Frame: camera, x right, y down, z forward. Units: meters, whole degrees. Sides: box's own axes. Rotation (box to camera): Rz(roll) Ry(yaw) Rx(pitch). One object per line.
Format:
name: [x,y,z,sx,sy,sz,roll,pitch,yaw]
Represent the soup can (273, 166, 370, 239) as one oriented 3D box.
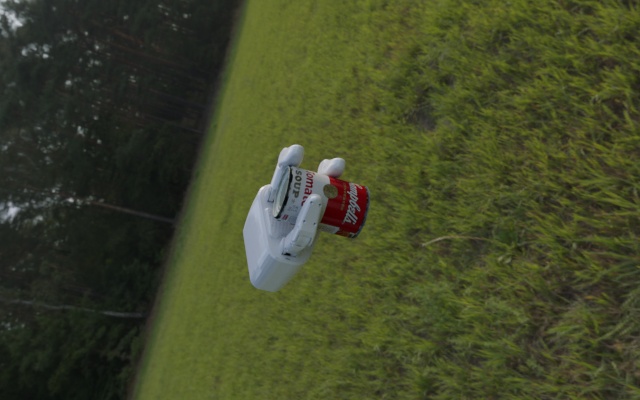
soup can: [0.000,0.002,0.581,0.102,0.068,0.068,15,-4,-15]
